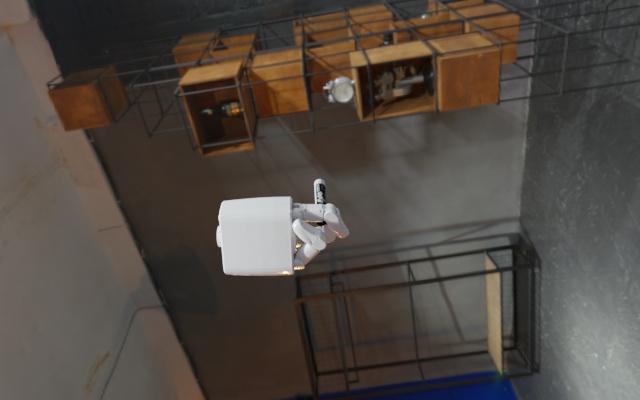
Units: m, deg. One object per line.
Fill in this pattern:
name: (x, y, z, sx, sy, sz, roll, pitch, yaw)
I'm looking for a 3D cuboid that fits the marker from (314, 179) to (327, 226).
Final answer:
marker: (0.000, 0.003, 0.769, 0.020, 0.020, 0.121, 0, 32, -2)
